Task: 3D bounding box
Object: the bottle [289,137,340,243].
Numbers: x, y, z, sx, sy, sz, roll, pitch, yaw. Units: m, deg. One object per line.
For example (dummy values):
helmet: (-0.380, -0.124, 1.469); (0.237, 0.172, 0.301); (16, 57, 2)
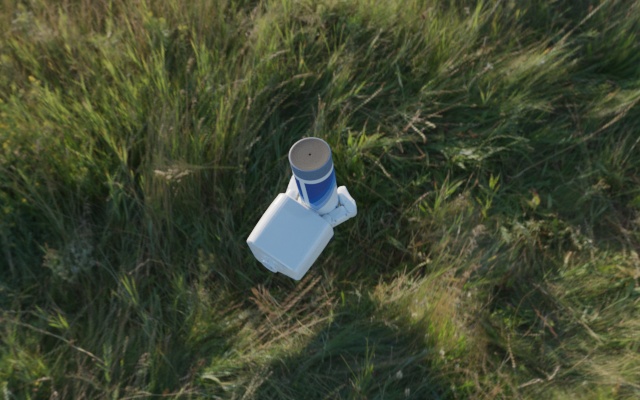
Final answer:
bottle: (0.000, 0.003, 0.863); (0.069, 0.069, 0.296); (0, -30, 7)
